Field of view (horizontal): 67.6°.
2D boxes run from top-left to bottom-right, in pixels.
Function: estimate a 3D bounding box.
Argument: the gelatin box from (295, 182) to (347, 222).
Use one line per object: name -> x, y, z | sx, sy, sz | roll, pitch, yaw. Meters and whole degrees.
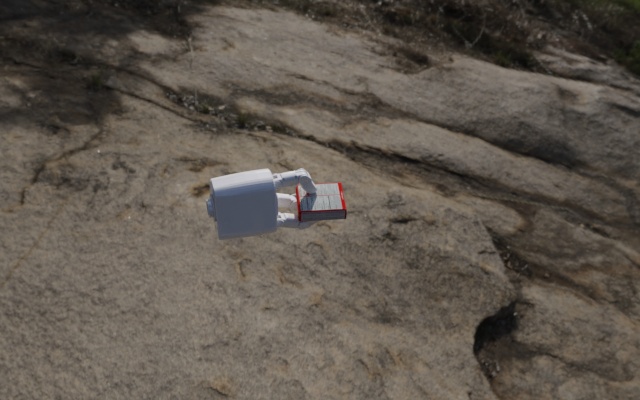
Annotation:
gelatin box -> 0.000, 0.003, 0.890 | 0.089, 0.030, 0.073 | -4, 45, -5
